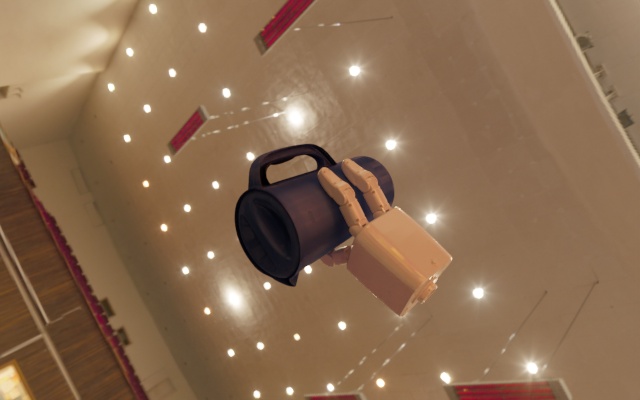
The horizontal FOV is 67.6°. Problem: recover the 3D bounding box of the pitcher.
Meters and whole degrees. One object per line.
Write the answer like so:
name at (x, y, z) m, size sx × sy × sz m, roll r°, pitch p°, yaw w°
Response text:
pitcher at (0.000, 0.003, 0.715) m, size 0.145 × 0.149 × 0.242 m, roll 42°, pitch 43°, yaw 23°
